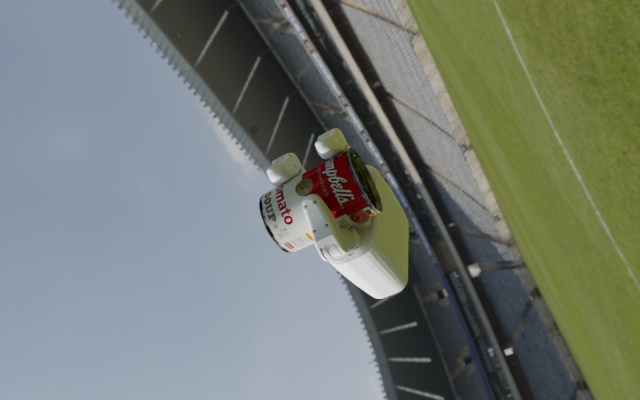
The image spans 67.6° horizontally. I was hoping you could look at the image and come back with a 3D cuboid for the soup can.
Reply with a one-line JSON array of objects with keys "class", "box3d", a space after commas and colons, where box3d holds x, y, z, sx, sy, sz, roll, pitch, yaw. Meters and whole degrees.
[{"class": "soup can", "box3d": [0.000, 0.001, 0.468, 0.102, 0.068, 0.068, -26, -8, 17]}]
